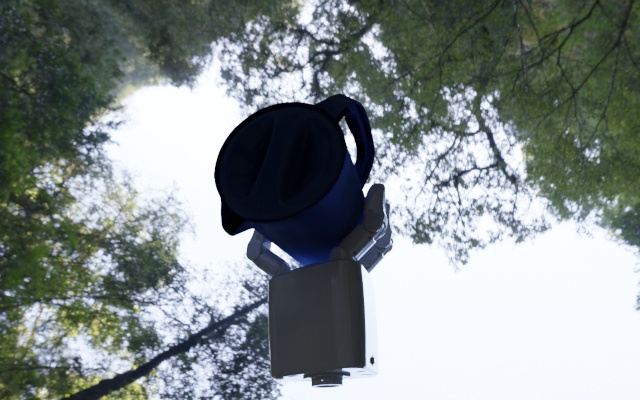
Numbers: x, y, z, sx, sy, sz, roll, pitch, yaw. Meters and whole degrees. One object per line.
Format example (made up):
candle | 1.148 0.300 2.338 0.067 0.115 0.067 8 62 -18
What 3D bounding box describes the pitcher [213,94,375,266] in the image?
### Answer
pitcher | 0.000 0.002 0.547 0.149 0.145 0.243 -11 -28 13
